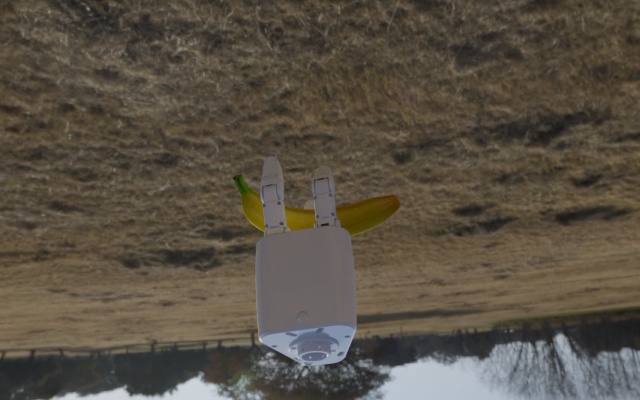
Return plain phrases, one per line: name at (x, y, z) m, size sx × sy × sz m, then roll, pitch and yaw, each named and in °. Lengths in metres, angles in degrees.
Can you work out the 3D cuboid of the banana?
banana at (-0.006, 0.017, 0.563) m, size 0.198 × 0.070 × 0.037 m, roll 7°, pitch 32°, yaw -8°
